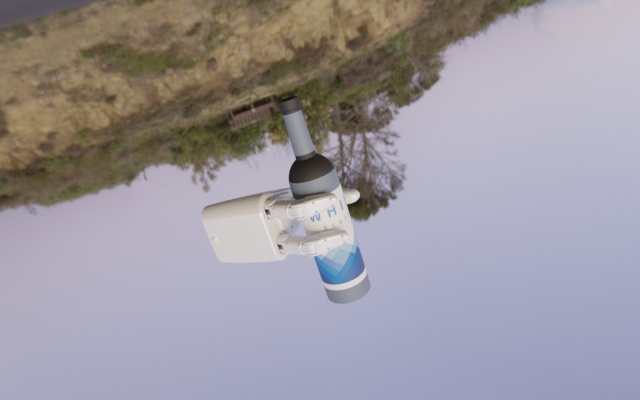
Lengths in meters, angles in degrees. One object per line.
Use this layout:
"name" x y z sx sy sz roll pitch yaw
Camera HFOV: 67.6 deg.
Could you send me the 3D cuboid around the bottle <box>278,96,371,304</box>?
"bottle" 0.000 0.002 0.660 0.069 0.296 0.069 -16 20 6
